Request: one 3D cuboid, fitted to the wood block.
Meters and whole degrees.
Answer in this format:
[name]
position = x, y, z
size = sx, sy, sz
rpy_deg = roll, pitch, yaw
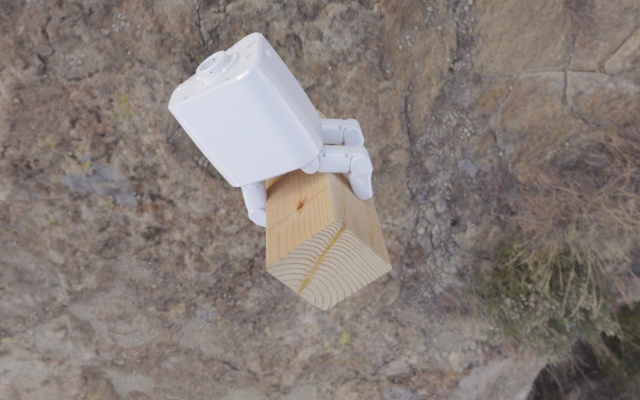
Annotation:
[wood block]
position = 0.000, 0.002, 0.531
size = 0.091, 0.206, 0.090
rpy_deg = -36, -57, 21
